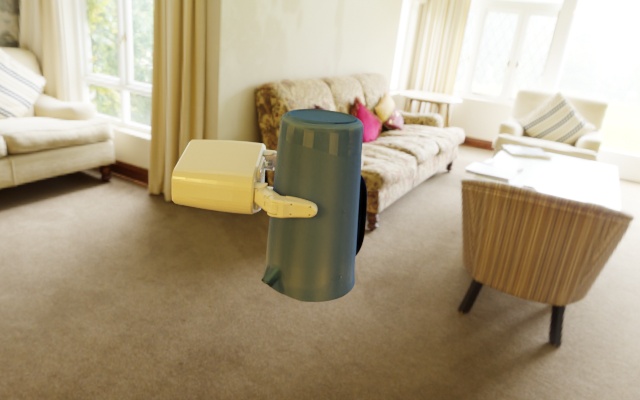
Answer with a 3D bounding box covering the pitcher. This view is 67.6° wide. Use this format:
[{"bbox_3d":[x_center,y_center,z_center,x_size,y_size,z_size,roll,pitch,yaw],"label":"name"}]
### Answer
[{"bbox_3d":[0.000,0.002,0.659,0.145,0.243,0.149,5,20,0],"label":"pitcher"}]
